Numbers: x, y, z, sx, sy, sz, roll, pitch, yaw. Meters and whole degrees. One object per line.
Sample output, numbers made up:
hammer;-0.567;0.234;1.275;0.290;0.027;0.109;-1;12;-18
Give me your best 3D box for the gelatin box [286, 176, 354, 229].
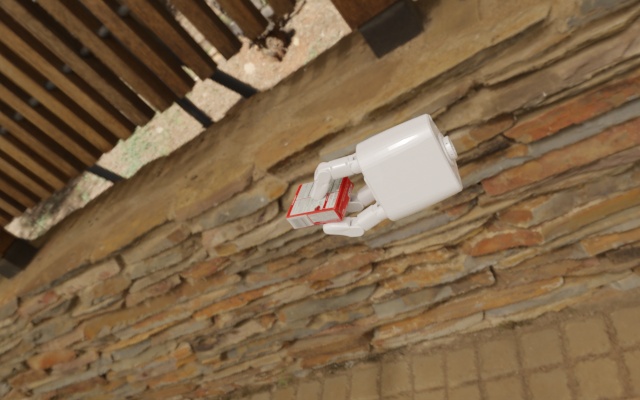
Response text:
gelatin box;0.000;0.002;0.714;0.089;0.073;0.030;-12;-50;31
